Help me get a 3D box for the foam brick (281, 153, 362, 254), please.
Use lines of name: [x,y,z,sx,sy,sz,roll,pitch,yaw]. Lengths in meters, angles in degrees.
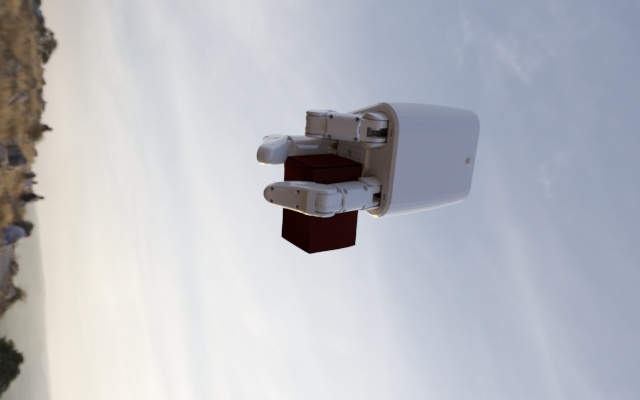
foam brick: [0.000,0.002,0.427,0.051,0.078,0.053,-6,19,-32]
